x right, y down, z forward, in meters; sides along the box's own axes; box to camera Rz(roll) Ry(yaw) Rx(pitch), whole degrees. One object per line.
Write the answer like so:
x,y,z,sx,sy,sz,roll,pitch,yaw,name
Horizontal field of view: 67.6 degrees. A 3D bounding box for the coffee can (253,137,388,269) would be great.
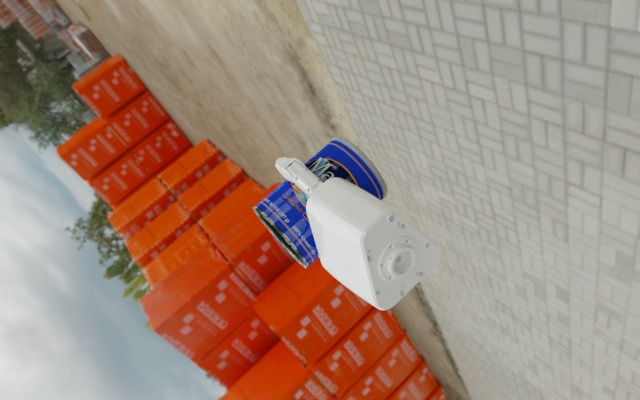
0.000,0.002,0.609,0.140,0.103,0.103,-41,9,-11,coffee can
